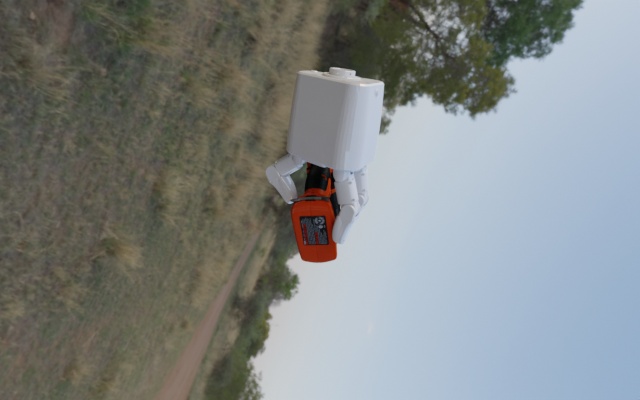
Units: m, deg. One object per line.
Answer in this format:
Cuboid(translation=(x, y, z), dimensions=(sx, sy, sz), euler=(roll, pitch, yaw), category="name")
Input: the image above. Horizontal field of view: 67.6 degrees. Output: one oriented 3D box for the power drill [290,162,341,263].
Cuboid(translation=(0.000, 0.002, 0.714), dimensions=(0.057, 0.185, 0.187), euler=(-5, 37, 7), category="power drill")
